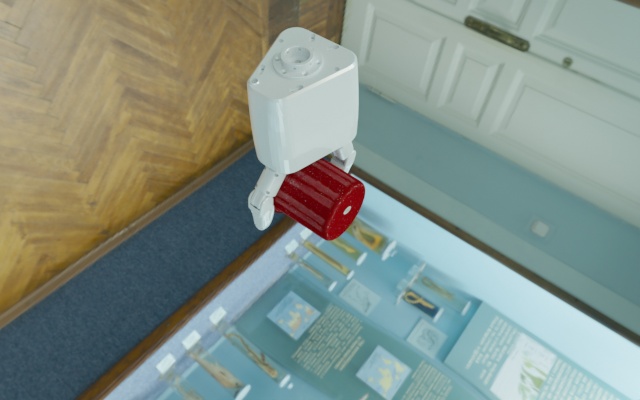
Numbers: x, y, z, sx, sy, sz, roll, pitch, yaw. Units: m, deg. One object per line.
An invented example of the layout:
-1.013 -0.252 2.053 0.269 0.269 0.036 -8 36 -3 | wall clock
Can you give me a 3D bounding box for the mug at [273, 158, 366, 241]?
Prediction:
0.000 0.003 0.584 0.081 0.093 0.117 32 -28 22 | mug
